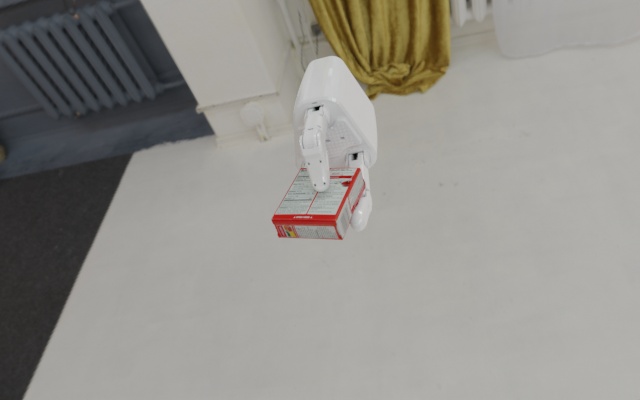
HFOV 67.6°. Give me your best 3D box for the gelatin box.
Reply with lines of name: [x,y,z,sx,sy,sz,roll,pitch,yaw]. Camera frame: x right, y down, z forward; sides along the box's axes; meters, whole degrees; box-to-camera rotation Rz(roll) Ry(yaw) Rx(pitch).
gelatin box: [0.000,0.002,0.502,0.073,0.030,0.089,0,40,25]
